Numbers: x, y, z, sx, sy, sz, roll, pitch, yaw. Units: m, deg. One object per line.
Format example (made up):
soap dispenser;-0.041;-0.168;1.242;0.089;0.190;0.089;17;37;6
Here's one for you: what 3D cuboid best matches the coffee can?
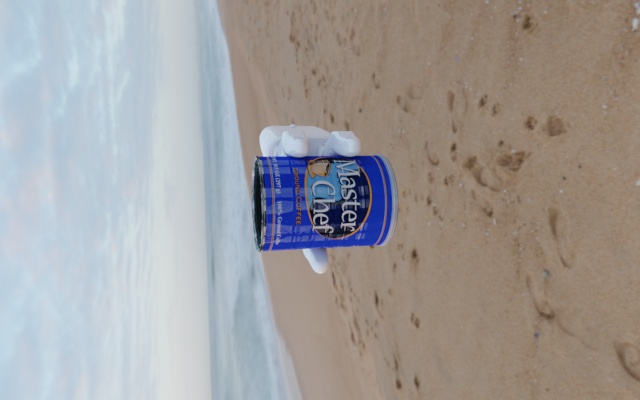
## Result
coffee can;0.000;0.002;0.519;0.140;0.103;0.103;-2;0;-14
